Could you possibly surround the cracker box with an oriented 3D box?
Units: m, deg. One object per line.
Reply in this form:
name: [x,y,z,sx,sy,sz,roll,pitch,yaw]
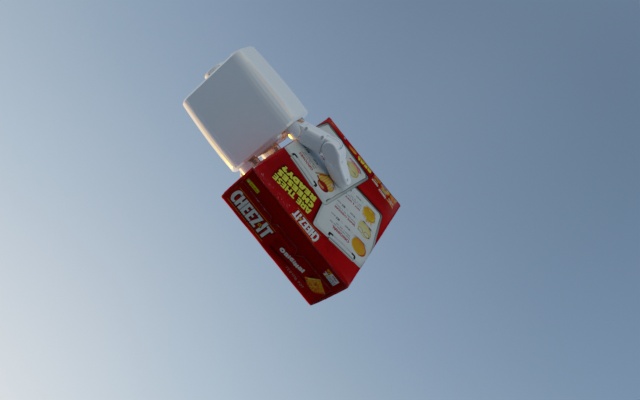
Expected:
cracker box: [0.000,0.002,0.600,0.072,0.164,0.213,-36,5,34]
